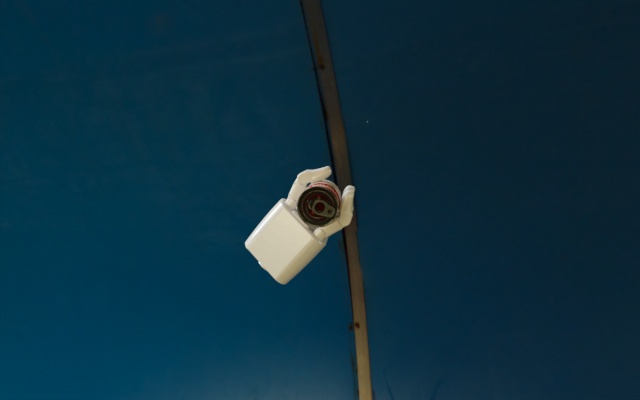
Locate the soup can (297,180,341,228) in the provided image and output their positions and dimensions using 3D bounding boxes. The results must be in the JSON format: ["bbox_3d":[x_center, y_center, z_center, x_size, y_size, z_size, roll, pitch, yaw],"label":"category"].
[{"bbox_3d":[0.000,0.002,0.816,0.068,0.068,0.102,0,9,6],"label":"soup can"}]
